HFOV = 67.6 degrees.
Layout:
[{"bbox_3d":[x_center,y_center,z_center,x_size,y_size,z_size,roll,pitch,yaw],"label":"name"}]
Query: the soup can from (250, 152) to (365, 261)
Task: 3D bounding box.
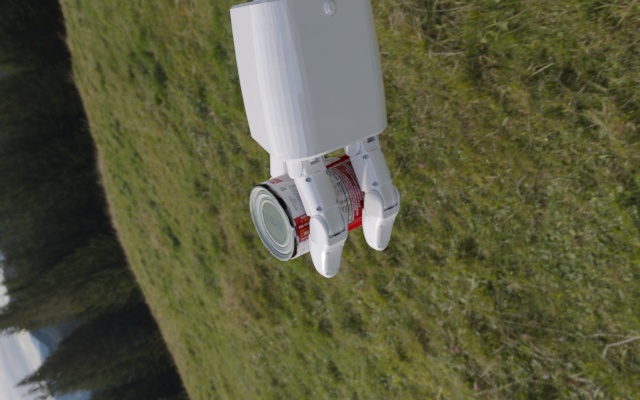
[{"bbox_3d":[0.000,0.002,0.407,0.102,0.068,0.068,-24,12,-31],"label":"soup can"}]
